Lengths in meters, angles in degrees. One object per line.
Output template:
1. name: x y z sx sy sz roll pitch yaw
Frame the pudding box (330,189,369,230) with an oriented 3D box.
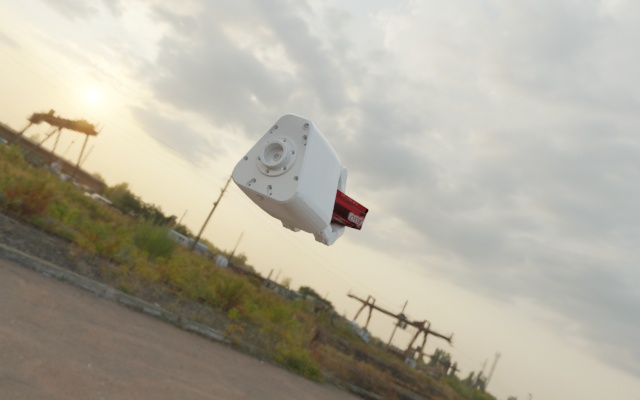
1. pudding box: 0.000 0.002 0.688 0.090 0.039 0.113 33 -11 -36
